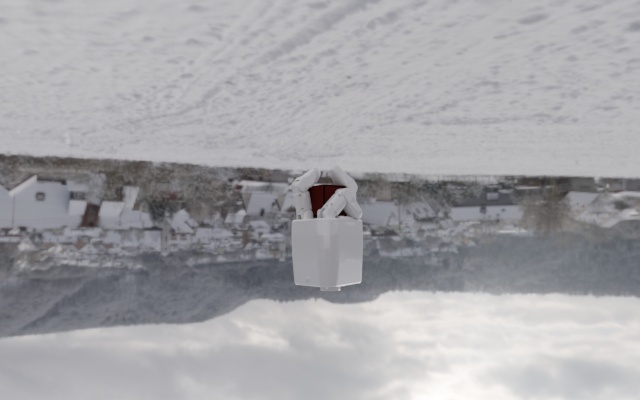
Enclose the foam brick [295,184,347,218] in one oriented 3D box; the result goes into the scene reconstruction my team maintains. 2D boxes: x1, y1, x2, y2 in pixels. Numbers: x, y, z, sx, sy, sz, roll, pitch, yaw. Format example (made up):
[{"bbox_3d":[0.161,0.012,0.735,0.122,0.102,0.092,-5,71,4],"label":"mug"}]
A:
[{"bbox_3d":[0.000,0.003,0.807,0.053,0.051,0.078,2,-6,-40],"label":"foam brick"}]
